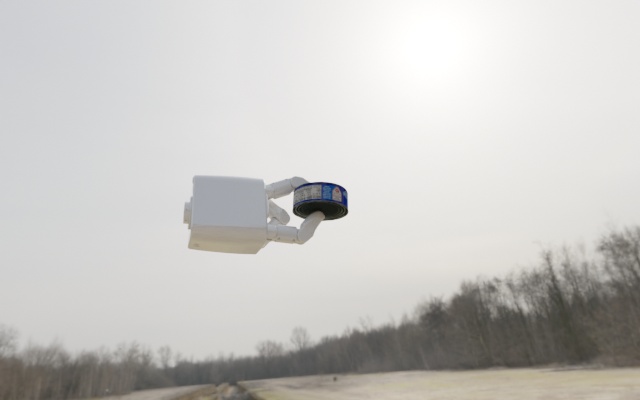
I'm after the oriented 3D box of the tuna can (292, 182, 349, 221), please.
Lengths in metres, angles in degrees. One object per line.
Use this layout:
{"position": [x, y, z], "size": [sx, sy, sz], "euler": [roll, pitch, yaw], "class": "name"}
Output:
{"position": [0.000, 0.002, 0.731], "size": [0.086, 0.033, 0.086], "euler": [1, -21, 0], "class": "tuna can"}
